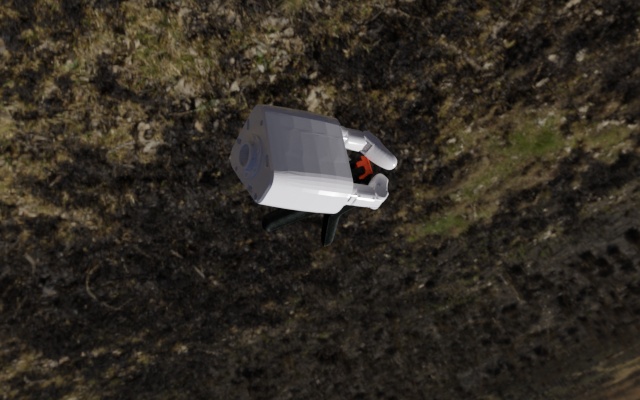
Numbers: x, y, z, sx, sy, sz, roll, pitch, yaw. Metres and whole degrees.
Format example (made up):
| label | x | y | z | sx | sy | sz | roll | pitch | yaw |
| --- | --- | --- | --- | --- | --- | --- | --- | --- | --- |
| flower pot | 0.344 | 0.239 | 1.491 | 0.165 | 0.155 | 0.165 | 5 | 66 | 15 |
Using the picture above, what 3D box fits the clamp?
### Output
| label | x | y | z | sx | sy | sz | roll | pitch | yaw |
| --- | --- | --- | --- | --- | --- | --- | --- | --- | --- |
| clamp | 0.000 | 0.003 | 0.647 | 0.120 | 0.039 | 0.171 | 6 | -45 | -34 |
